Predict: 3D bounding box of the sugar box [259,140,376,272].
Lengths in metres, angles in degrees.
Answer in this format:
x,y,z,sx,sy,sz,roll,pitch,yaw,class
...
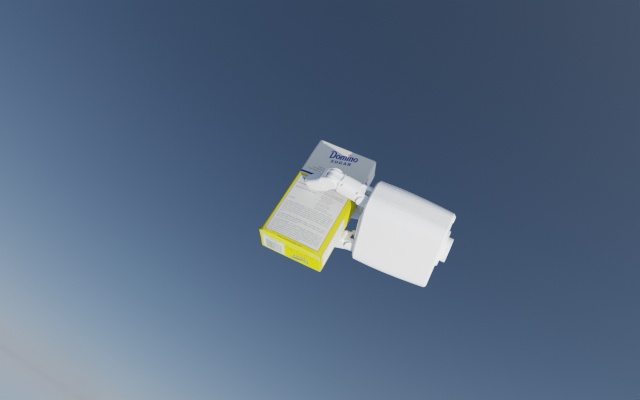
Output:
x,y,z,sx,sy,sz,roll,pitch,yaw,class
0.000,0.003,0.666,0.093,0.176,0.048,24,-33,15,sugar box
